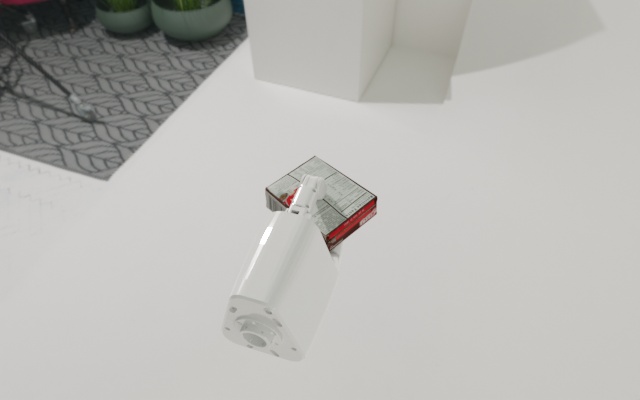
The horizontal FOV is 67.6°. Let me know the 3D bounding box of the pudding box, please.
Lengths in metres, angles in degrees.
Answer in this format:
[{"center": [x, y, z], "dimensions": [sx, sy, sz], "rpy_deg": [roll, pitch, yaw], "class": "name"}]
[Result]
[{"center": [0.000, 0.002, 0.587], "dimensions": [0.090, 0.039, 0.113], "rpy_deg": [-35, 56, -28], "class": "pudding box"}]
